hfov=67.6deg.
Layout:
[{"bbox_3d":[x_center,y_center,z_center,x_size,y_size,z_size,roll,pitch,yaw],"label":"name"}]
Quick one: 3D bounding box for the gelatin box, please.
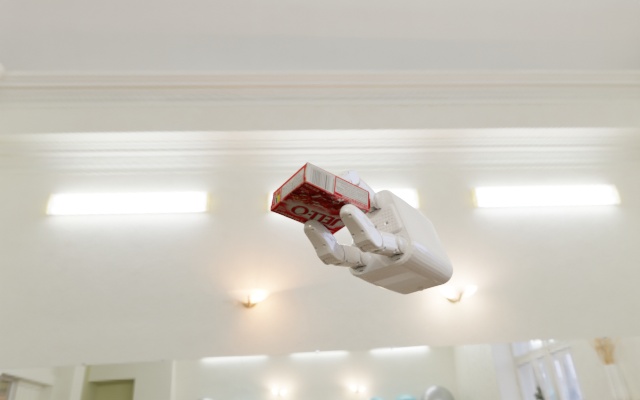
[{"bbox_3d":[0.000,0.001,0.537,0.089,0.030,0.073,24,-39,-26],"label":"gelatin box"}]
